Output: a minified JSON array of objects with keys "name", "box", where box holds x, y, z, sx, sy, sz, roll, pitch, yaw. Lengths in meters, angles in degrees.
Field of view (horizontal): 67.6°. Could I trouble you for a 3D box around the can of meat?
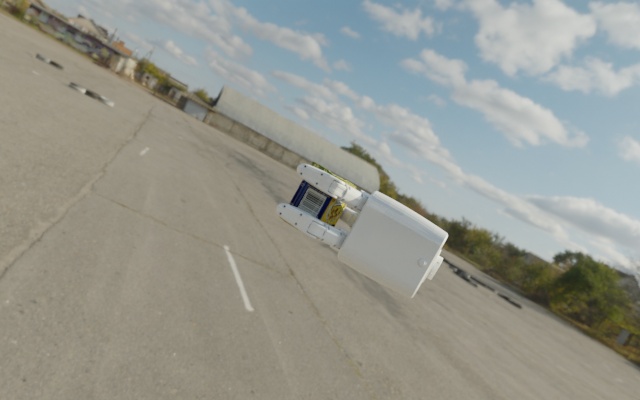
[{"name":"can of meat","box":[0.000,0.002,0.637,0.057,0.084,0.102,30,2,16]}]
